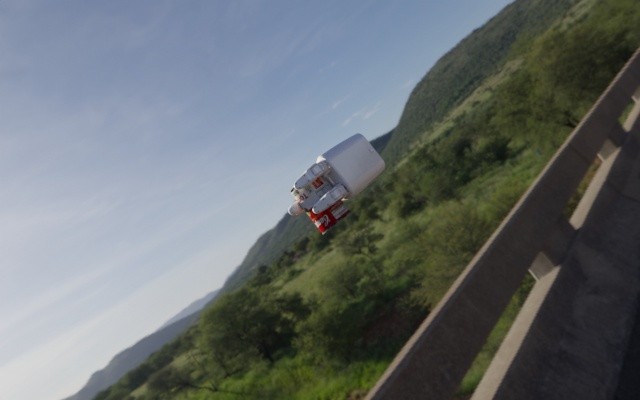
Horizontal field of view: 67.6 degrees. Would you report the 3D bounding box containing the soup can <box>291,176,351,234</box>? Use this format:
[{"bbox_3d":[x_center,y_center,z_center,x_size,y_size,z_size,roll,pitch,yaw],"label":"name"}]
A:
[{"bbox_3d":[0.000,0.003,0.896,0.068,0.102,0.068,-38,-2,-2],"label":"soup can"}]
